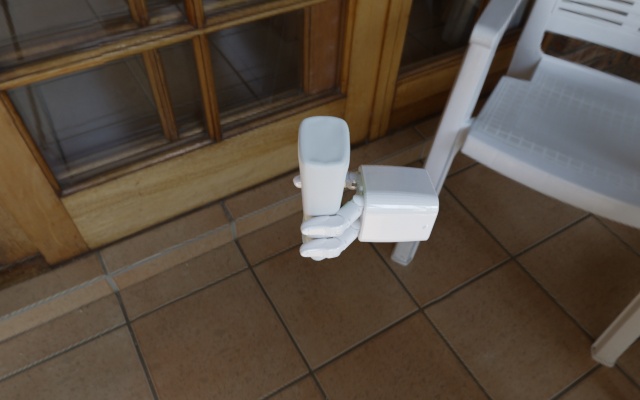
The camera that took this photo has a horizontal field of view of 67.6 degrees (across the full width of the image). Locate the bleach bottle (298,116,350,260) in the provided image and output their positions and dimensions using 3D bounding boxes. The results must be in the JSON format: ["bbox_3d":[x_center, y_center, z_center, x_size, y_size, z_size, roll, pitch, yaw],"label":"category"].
[{"bbox_3d":[0.000,0.002,0.711,0.068,0.102,0.251,1,-40,-2],"label":"bleach bottle"}]
